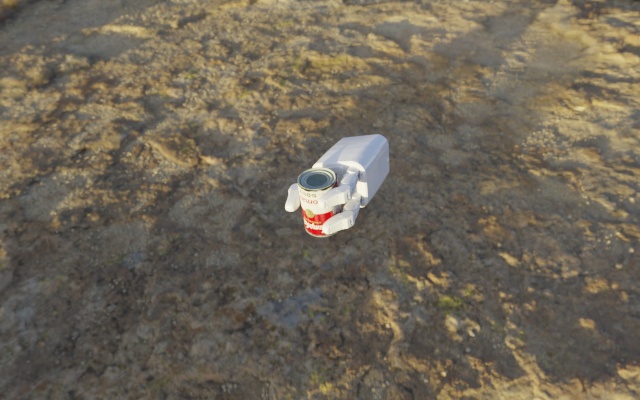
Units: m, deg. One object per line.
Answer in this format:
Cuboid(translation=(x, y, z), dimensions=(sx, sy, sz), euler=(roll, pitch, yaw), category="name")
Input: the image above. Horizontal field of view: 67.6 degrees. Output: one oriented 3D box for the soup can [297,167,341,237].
Cuboid(translation=(0.000, 0.003, 0.819), dimensions=(0.068, 0.102, 0.068), euler=(-5, 38, 4), category="soup can")
